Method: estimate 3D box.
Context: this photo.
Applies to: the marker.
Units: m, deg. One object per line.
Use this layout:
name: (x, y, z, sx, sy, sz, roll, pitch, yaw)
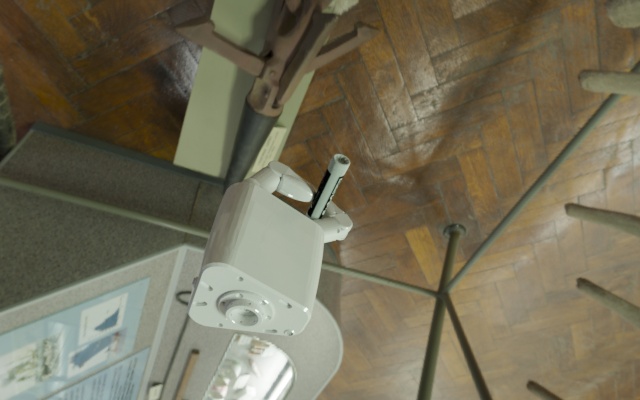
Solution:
marker: (0.000, 0.002, 0.509, 0.020, 0.020, 0.121, 0, -44, -29)
